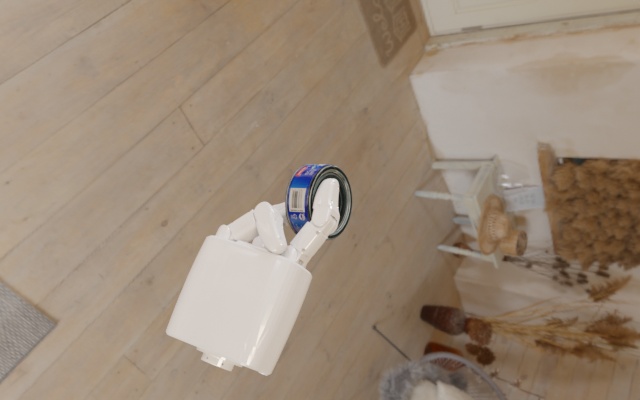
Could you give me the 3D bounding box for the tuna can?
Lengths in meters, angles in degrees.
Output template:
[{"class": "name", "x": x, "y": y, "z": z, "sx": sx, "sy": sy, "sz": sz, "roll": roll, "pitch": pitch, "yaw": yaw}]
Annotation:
[{"class": "tuna can", "x": 0.001, "y": 0.002, "z": 0.537, "sx": 0.034, "sy": 0.086, "sz": 0.086, "roll": 2, "pitch": 1, "yaw": 37}]
